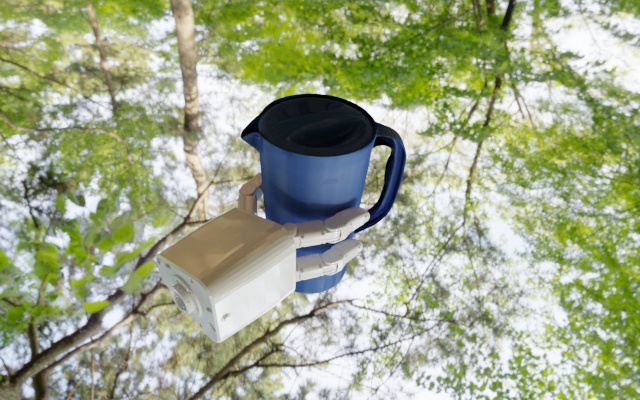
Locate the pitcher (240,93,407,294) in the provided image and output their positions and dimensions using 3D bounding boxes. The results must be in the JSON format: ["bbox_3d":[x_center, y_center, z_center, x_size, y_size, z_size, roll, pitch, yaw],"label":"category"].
[{"bbox_3d":[0.000,0.002,0.595,0.149,0.243,0.145,31,47,28],"label":"pitcher"}]
